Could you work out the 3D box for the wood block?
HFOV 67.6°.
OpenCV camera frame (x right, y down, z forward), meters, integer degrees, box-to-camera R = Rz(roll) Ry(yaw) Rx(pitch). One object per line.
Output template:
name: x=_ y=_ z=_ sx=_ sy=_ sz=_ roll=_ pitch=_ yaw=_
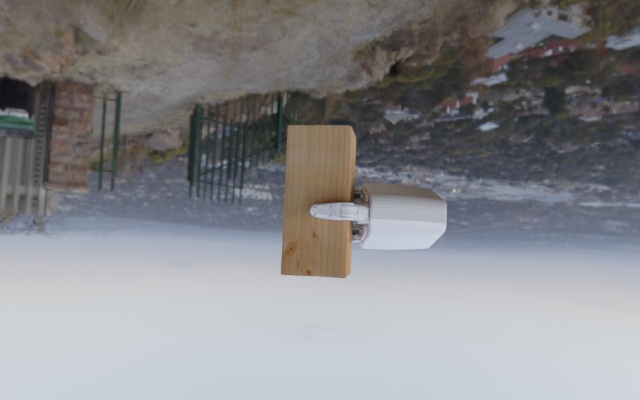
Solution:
wood block: x=0.000 y=0.002 z=0.686 sx=0.090 sy=0.206 sz=0.091 roll=2 pitch=-4 yaw=9
